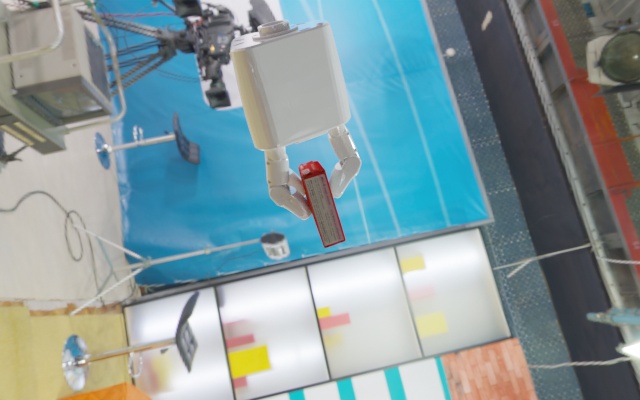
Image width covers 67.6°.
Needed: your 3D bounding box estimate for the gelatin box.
[{"bbox_3d":[0.001,0.002,0.563,0.030,0.089,0.073,-18,15,-1],"label":"gelatin box"}]
